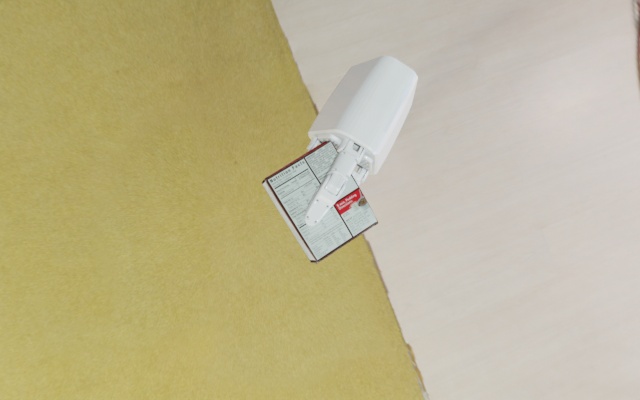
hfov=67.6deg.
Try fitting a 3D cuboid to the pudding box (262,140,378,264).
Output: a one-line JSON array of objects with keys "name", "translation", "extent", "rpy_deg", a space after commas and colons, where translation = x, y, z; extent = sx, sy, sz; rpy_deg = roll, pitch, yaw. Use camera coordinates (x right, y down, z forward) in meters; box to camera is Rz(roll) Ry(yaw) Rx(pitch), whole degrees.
[{"name": "pudding box", "translation": [0.000, 0.002, 0.545], "extent": [0.090, 0.113, 0.039], "rpy_deg": [-32, 1, -11]}]
